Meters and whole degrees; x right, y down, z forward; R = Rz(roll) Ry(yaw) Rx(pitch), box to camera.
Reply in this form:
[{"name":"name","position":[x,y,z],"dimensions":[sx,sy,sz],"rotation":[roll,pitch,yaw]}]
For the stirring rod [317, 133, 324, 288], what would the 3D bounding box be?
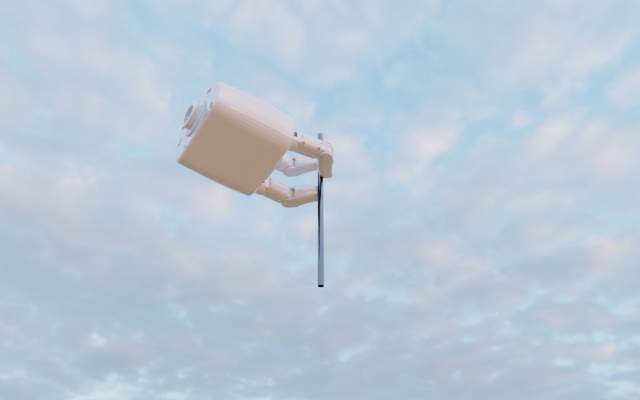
[{"name":"stirring rod","position":[0.000,0.002,0.626],"dimensions":[0.011,0.239,0.011],"rotation":[0,-36,0]}]
